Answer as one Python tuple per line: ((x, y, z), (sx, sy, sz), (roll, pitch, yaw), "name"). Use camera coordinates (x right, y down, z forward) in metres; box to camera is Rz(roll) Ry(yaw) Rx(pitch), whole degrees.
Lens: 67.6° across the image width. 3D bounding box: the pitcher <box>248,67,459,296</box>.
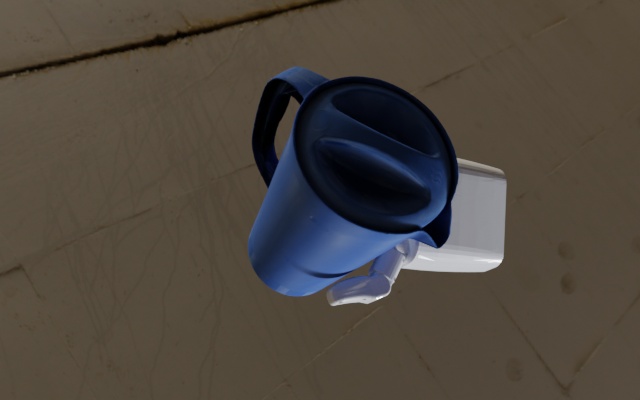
((0.000, 0.002, 0.447), (0.145, 0.149, 0.243), (8, -27, -18), "pitcher")
